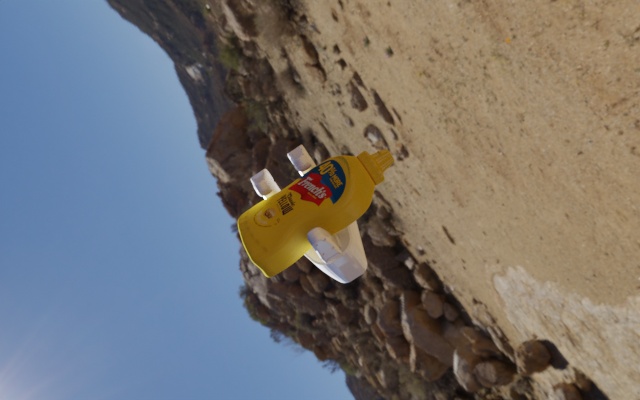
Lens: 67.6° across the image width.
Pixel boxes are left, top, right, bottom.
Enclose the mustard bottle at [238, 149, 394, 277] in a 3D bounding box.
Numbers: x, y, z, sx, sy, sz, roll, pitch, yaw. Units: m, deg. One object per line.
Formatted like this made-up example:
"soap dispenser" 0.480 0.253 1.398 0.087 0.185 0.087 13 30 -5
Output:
"mustard bottle" 0.000 0.002 0.546 0.191 0.058 0.096 -33 35 2
